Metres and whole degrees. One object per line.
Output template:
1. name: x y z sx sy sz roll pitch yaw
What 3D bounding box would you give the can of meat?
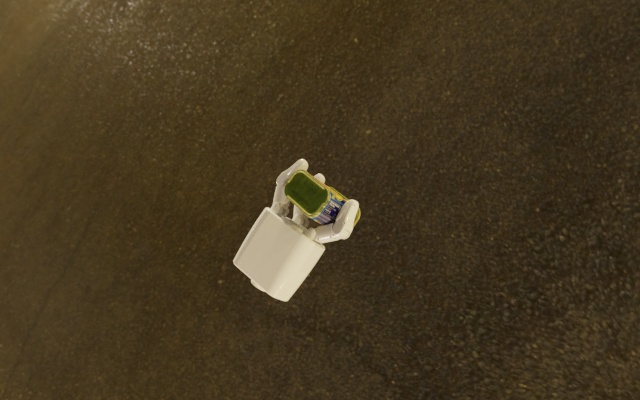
1. can of meat: 0.000 0.002 0.757 0.084 0.057 0.102 32 5 -46
